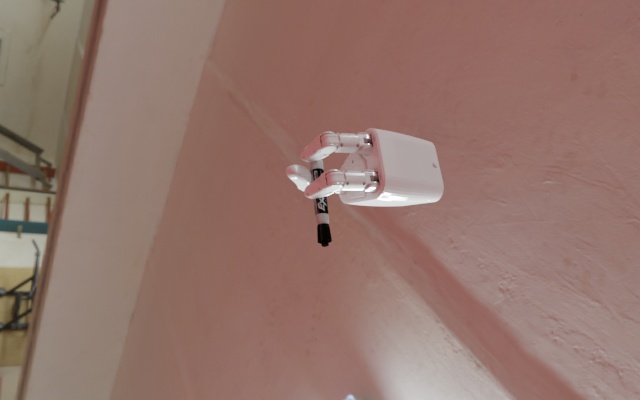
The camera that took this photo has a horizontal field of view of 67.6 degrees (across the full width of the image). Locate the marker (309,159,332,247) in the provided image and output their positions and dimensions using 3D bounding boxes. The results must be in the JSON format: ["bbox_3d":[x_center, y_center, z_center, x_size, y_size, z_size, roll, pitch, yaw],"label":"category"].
[{"bbox_3d":[0.000,0.002,0.632,0.020,0.121,0.020,-6,-21,-2],"label":"marker"}]
